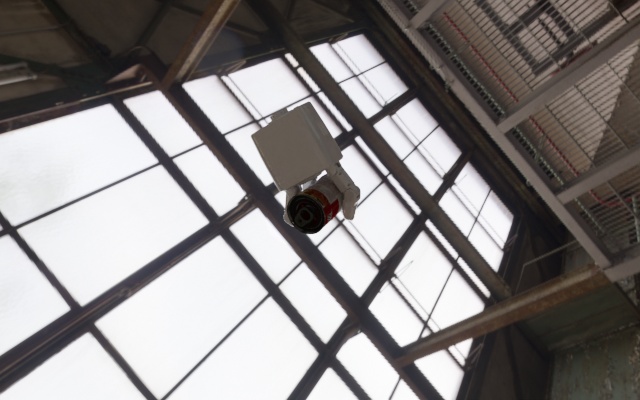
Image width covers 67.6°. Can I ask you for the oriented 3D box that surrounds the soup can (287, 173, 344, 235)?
[{"bbox_3d":[0.001,0.003,0.773,0.068,0.068,0.102,0,23,30],"label":"soup can"}]
